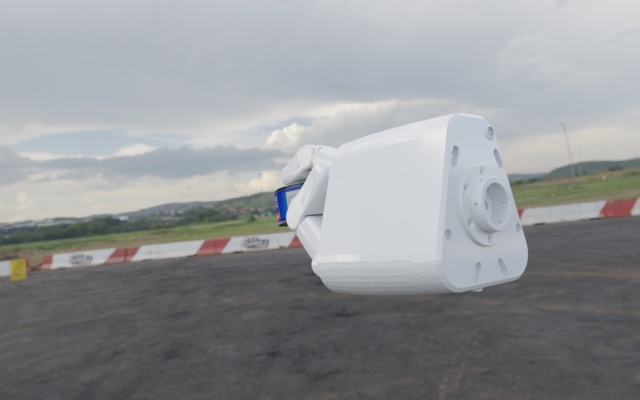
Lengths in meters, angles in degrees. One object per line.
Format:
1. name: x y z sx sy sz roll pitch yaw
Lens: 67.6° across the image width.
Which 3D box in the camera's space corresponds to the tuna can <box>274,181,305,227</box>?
1. tuna can: 0.000 0.001 0.448 0.086 0.033 0.086 -9 -5 -1
